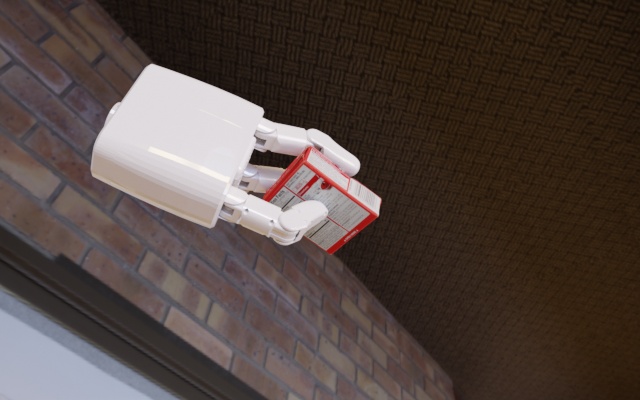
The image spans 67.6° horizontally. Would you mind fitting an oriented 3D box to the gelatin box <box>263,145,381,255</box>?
[{"bbox_3d":[0.000,0.002,0.449,0.089,0.030,0.073,36,-53,-14],"label":"gelatin box"}]
